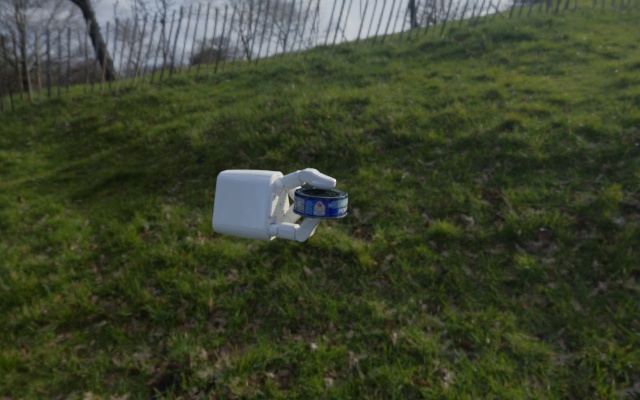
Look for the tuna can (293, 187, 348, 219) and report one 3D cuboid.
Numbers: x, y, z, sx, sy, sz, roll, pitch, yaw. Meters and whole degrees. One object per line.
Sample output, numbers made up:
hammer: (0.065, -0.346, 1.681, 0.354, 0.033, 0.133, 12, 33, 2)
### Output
tuna can: (0.000, 0.002, 0.749, 0.086, 0.034, 0.086, 4, 13, -1)
